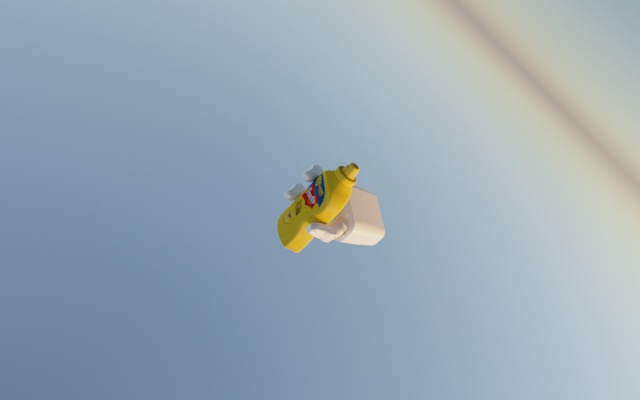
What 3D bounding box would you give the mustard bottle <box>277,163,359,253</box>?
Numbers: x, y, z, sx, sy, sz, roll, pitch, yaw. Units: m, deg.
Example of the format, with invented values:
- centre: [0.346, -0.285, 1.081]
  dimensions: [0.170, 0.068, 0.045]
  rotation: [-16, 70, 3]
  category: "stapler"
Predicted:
- centre: [0.000, 0.003, 0.853]
  dimensions: [0.058, 0.192, 0.096]
  rotation: [31, 29, -26]
  category: "mustard bottle"
